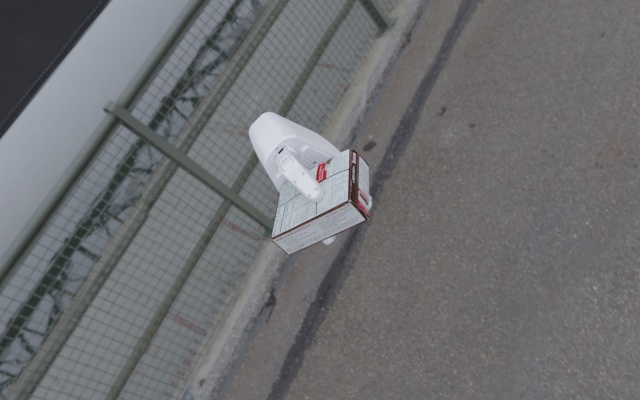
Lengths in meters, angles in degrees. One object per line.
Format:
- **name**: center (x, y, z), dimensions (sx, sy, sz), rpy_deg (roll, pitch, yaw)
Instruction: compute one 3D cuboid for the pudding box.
- **pudding box**: center (0.000, 0.002, 0.541), dimensions (0.113, 0.090, 0.039), rpy_deg (-28, -53, 29)
